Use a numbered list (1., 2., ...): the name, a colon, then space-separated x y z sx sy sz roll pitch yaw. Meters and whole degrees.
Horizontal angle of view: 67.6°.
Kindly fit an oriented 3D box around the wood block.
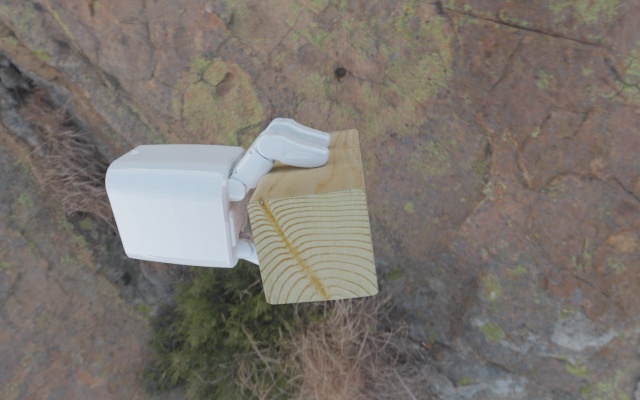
1. wood block: 0.000 0.002 0.454 0.090 0.091 0.206 -7 20 5
